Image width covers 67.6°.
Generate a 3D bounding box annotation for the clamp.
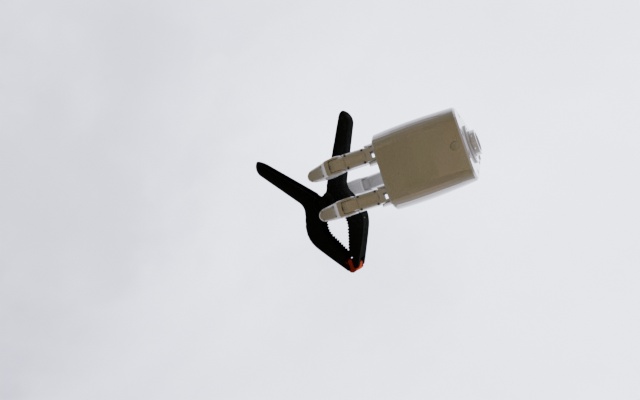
[{"bbox_3d":[0.001,0.003,0.665,0.164,0.210,0.036,-20,-4,28],"label":"clamp"}]
